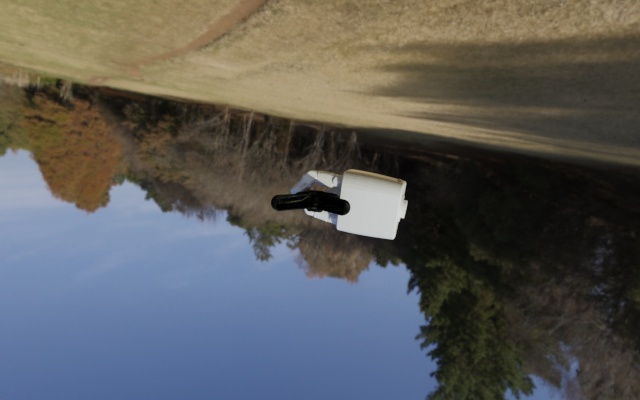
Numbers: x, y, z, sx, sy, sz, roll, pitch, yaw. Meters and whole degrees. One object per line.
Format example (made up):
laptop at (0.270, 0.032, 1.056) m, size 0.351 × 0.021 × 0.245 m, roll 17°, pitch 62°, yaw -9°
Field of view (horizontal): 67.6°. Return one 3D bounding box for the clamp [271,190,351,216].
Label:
clamp at (0.000, 0.003, 0.788) m, size 0.120 × 0.039 × 0.171 m, roll 11°, pitch 9°, yaw 13°
